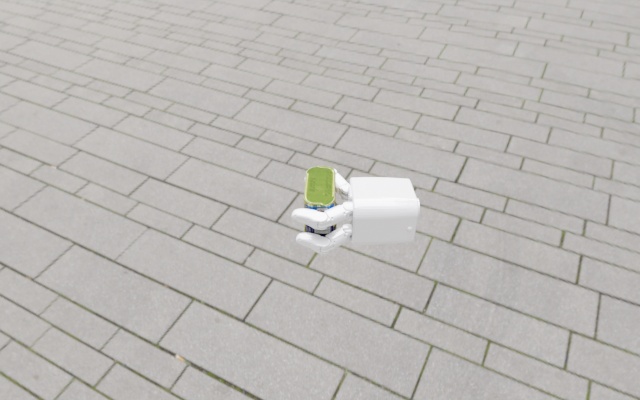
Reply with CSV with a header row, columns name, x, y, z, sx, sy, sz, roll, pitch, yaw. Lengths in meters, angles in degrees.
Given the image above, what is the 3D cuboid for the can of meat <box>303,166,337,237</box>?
name,x,y,z,sx,sy,sz,roll,pitch,yaw
can of meat,0.000,0.002,0.821,0.057,0.084,0.102,1,45,2
